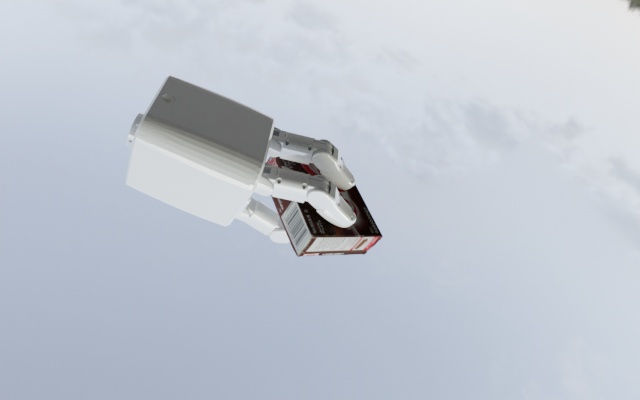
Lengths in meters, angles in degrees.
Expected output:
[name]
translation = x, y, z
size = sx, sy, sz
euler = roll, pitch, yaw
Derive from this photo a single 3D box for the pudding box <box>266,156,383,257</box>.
[pudding box]
translation = 0.000, 0.002, 0.487
size = 0.090, 0.113, 0.039
euler = 2, -38, -37
